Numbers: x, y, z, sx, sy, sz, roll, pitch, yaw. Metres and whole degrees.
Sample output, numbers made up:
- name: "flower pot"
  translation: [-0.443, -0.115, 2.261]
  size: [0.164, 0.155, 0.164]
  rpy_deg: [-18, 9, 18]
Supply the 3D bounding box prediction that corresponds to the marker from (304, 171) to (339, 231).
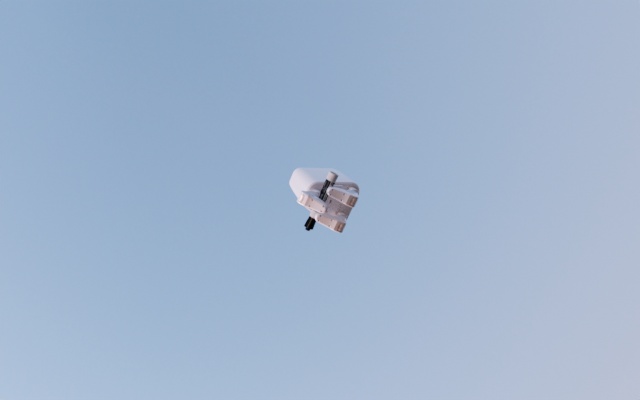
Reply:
- name: "marker"
  translation: [0.000, 0.003, 0.895]
  size: [0.020, 0.121, 0.020]
  rpy_deg: [24, 12, -6]
